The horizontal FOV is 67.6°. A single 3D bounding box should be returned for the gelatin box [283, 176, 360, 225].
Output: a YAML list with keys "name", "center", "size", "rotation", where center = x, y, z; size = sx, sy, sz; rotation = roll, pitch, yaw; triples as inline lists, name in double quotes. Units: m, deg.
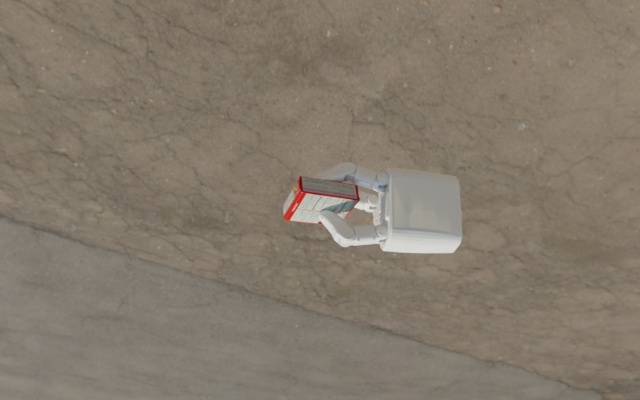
- name: "gelatin box"
  center: [0.000, 0.003, 0.672]
  size: [0.089, 0.030, 0.073]
  rotation: [7, -35, -22]
